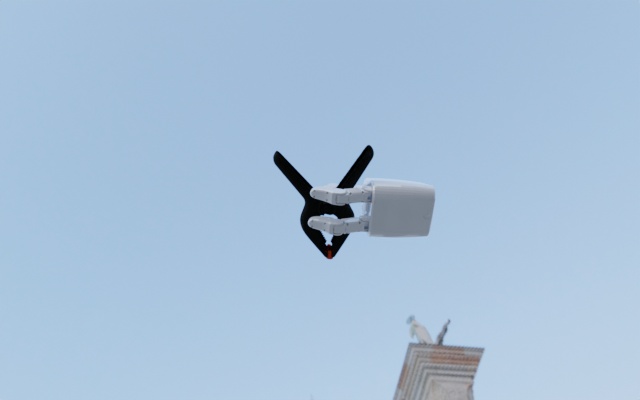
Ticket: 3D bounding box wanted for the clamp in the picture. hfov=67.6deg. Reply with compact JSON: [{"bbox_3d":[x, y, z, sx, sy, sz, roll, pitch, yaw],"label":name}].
[{"bbox_3d":[0.000,0.003,0.817,0.164,0.210,0.036,3,23,-1],"label":"clamp"}]
